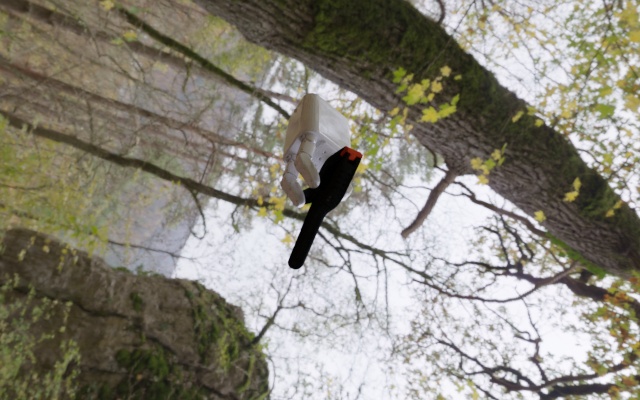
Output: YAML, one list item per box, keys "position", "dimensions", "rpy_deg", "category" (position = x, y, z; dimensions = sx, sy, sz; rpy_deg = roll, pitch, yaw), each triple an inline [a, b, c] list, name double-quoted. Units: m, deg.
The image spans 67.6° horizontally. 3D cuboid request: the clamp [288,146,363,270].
- position: [0.001, 0.002, 0.755]
  dimensions: [0.036, 0.164, 0.210]
  rpy_deg: [20, -43, -20]
  category: "clamp"
